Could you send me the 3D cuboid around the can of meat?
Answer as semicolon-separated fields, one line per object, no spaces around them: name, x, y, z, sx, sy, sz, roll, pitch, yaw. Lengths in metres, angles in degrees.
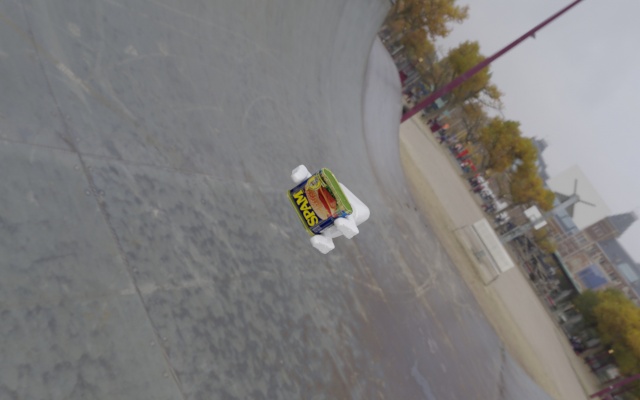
can of meat;0.000;0.003;0.870;0.084;0.102;0.057;-34;-14;17
